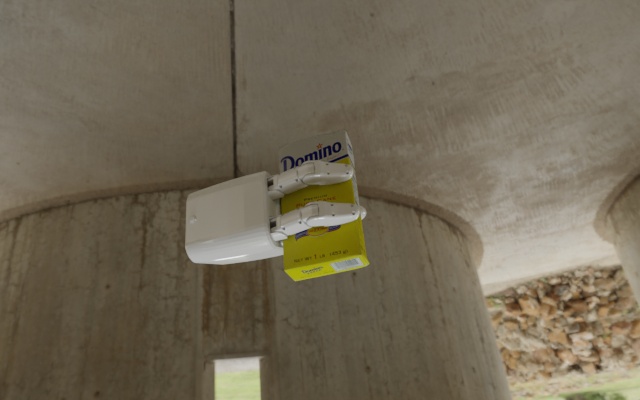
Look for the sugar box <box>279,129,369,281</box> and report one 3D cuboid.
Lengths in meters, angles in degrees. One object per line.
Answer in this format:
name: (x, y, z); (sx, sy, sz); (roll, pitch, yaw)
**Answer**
sugar box: (0.000, 0.002, 0.581); (0.093, 0.176, 0.048); (-13, -29, 11)
